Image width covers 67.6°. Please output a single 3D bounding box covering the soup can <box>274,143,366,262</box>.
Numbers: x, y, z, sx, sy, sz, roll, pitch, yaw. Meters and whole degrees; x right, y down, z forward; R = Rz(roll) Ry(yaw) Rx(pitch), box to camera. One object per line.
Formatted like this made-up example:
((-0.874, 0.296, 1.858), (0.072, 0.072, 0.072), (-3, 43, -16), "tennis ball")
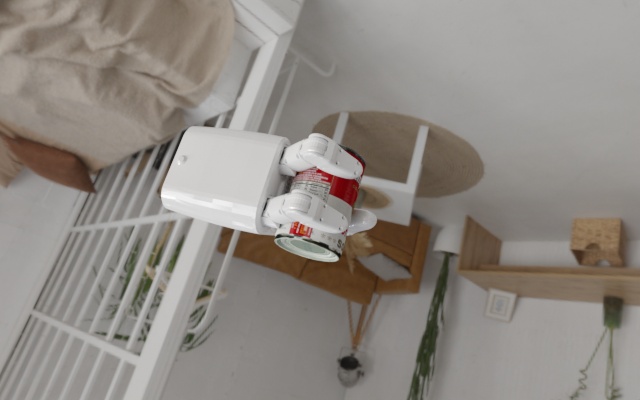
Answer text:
((0.000, 0.002, 0.471), (0.068, 0.102, 0.068), (15, -19, 5), "soup can")
